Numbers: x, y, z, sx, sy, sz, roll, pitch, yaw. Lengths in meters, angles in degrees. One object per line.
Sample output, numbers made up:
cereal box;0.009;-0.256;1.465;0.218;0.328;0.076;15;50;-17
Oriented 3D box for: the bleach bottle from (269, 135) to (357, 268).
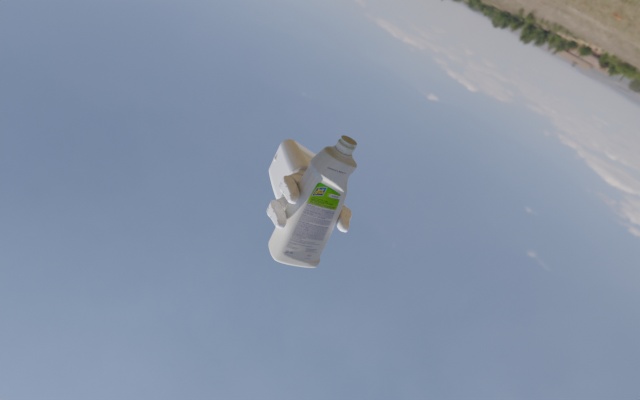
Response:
bleach bottle;0.000;0.003;0.827;0.102;0.251;0.068;12;31;-29
